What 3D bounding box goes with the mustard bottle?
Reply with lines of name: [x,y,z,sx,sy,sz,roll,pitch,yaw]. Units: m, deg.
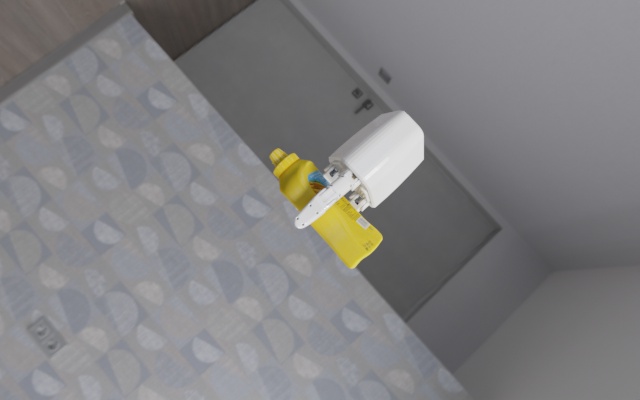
mustard bottle: [0.000,0.003,0.656,0.058,0.191,0.096,-44,-5,20]
